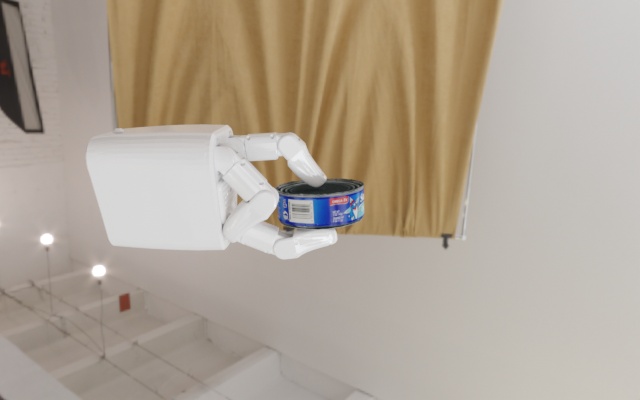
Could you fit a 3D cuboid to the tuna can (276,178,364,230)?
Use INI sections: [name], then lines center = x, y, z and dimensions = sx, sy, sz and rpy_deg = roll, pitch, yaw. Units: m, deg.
[tuna can]
center = 0.000, 0.002, 0.466
dimensions = 0.086, 0.034, 0.086
rpy_deg = -3, 12, 1
